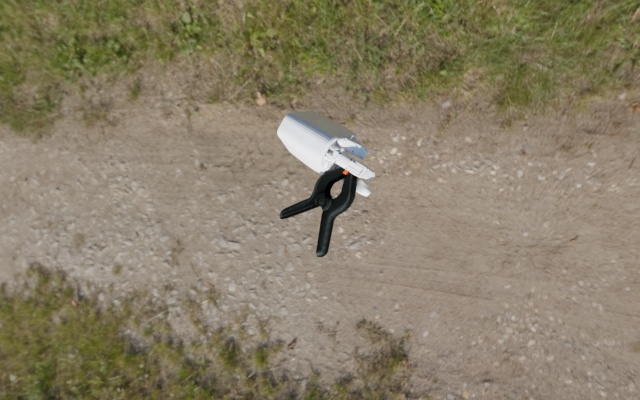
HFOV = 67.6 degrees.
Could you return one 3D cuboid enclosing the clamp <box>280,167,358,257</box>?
[{"bbox_3d":[0.000,0.003,0.864,0.120,0.171,0.039,33,8,20],"label":"clamp"}]
